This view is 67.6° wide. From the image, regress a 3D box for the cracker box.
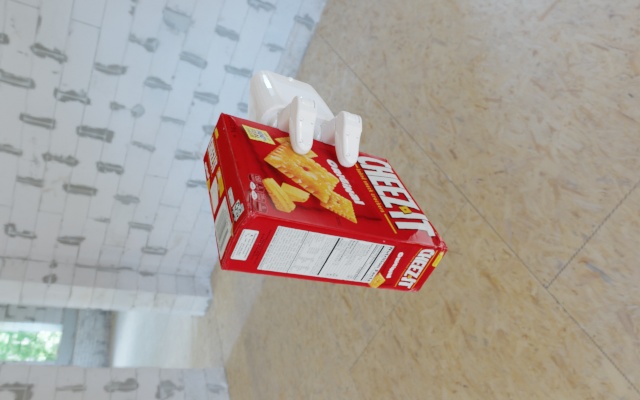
[{"bbox_3d":[0.000,0.002,0.484,0.214,0.072,0.164,11,34,-28],"label":"cracker box"}]
